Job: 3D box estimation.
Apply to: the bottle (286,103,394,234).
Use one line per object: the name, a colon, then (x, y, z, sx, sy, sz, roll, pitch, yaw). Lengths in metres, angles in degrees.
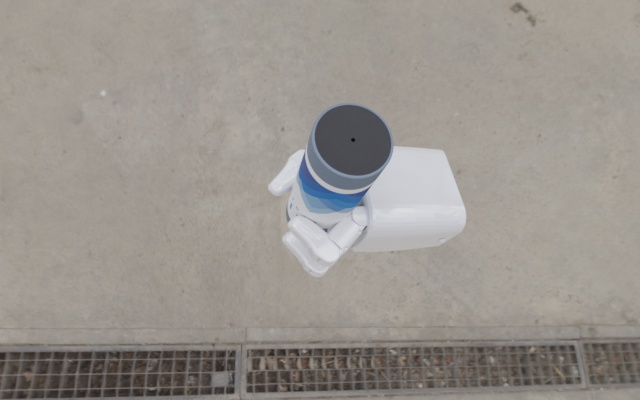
bottle: (0.000, 0.002, 0.509, 0.069, 0.069, 0.296, 0, -20, -11)
